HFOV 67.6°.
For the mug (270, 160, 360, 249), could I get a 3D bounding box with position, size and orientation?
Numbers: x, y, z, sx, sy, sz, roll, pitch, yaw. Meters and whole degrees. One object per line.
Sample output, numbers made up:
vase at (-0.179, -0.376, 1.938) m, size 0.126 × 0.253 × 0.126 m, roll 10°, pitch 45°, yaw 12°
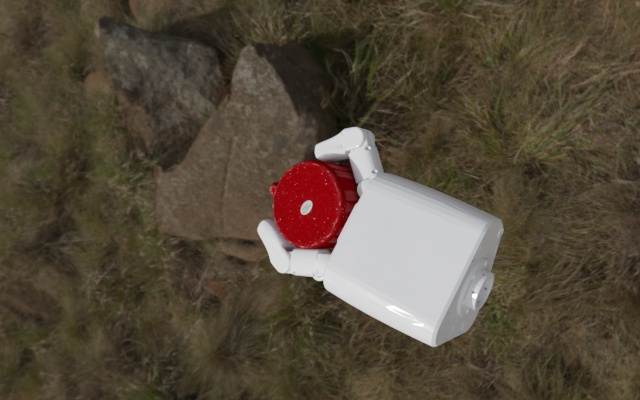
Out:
mug at (-0.001, 0.001, 0.466) m, size 0.117 × 0.093 × 0.081 m, roll 23°, pitch 11°, yaw 35°
